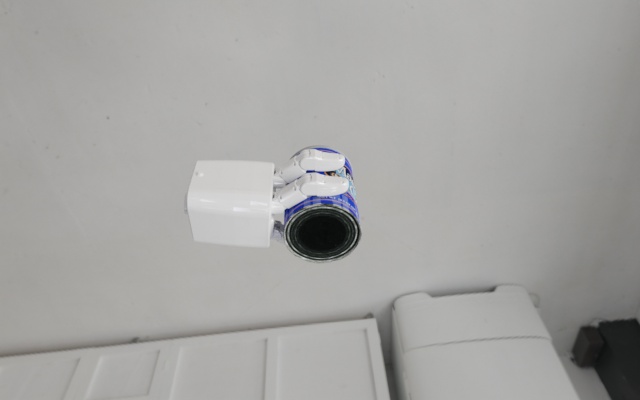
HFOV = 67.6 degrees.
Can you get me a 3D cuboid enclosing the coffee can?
[{"bbox_3d":[0.000,0.002,0.670,0.103,0.103,0.140,0,38,-3],"label":"coffee can"}]
